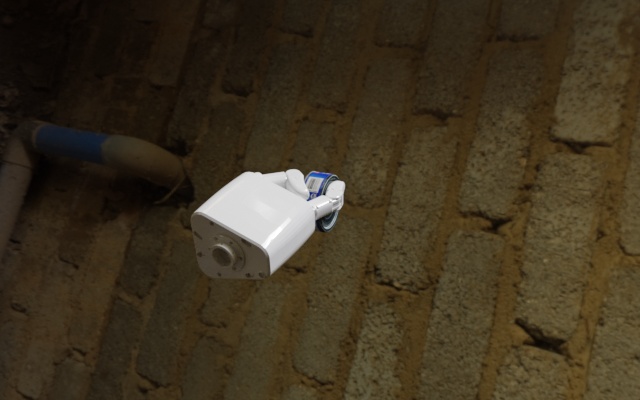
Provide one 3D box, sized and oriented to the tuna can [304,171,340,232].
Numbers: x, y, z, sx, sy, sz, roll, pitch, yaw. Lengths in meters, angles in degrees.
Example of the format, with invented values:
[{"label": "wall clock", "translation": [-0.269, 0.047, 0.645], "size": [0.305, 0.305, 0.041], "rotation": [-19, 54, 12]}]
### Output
[{"label": "tuna can", "translation": [0.001, 0.002, 0.684], "size": [0.034, 0.086, 0.086], "rotation": [8, 3, 22]}]
